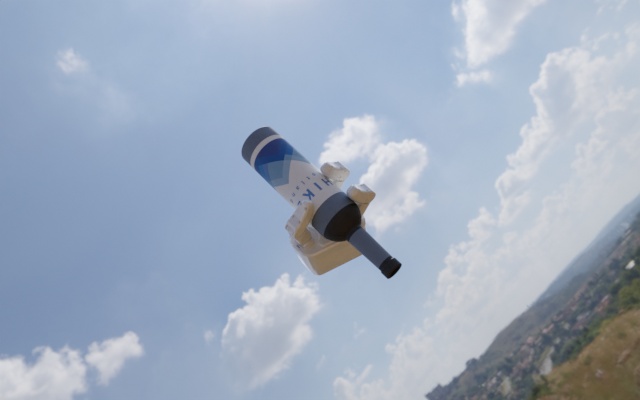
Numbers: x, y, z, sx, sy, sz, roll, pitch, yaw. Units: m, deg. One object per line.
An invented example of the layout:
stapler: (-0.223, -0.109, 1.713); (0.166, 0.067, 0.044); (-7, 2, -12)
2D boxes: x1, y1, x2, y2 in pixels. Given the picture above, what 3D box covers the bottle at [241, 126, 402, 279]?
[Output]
bottle: (0.000, 0.002, 0.687); (0.295, 0.069, 0.069); (43, 21, 25)
